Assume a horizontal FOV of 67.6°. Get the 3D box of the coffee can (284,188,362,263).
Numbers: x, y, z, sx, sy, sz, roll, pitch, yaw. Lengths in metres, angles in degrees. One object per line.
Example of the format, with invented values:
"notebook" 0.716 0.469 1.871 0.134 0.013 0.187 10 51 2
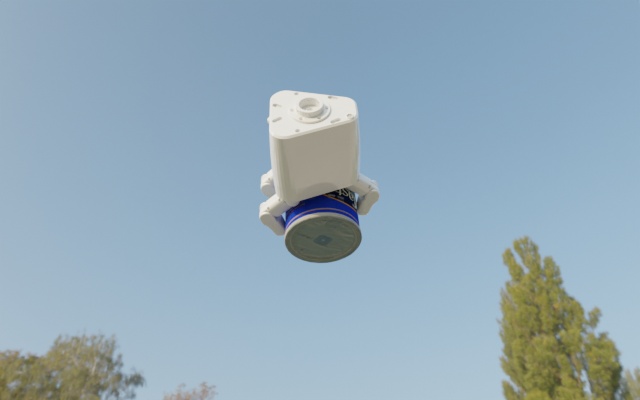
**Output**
"coffee can" 0.000 0.002 0.676 0.103 0.140 0.103 -2 -42 -2
